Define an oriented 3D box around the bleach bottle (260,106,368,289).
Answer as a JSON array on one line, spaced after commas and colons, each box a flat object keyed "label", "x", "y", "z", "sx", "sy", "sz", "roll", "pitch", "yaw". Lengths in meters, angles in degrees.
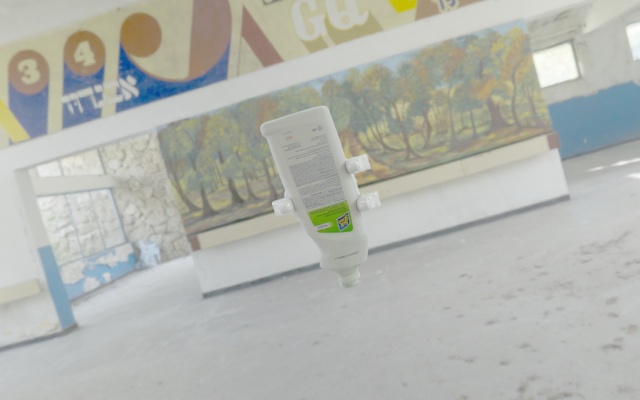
[{"label": "bleach bottle", "x": 0.000, "y": 0.002, "z": 0.671, "sx": 0.102, "sy": 0.251, "sz": 0.068, "roll": -16, "pitch": 4, "yaw": 6}]
